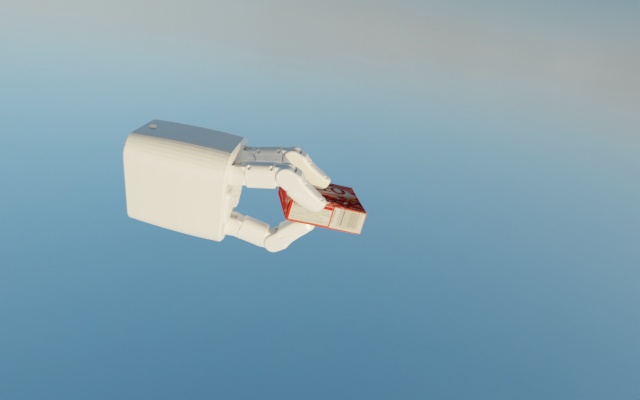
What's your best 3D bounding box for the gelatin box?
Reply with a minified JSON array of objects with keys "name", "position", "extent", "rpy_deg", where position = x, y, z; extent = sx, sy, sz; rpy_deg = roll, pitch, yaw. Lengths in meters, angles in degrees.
[{"name":"gelatin box","position":[0.000,0.002,0.538],"extent":[0.089,0.030,0.073],"rpy_deg":[12,21,-15]}]
